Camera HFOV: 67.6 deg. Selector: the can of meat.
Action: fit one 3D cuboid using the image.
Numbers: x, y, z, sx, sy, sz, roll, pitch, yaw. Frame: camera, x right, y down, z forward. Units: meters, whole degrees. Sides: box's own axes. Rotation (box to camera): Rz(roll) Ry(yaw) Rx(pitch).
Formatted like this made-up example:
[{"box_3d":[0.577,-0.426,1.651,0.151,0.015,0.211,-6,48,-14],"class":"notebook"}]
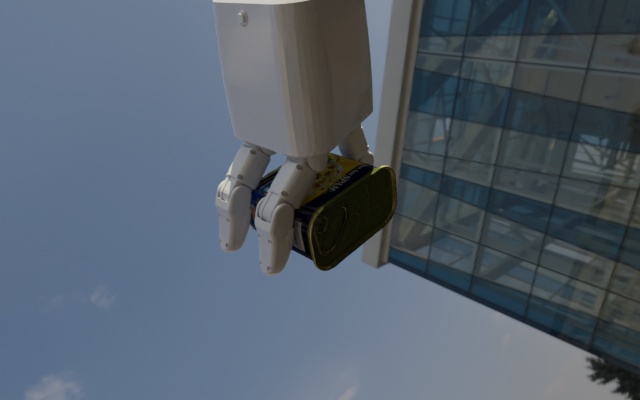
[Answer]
[{"box_3d":[0.000,0.001,0.402,0.084,0.057,0.102,22,44,39],"class":"can of meat"}]
